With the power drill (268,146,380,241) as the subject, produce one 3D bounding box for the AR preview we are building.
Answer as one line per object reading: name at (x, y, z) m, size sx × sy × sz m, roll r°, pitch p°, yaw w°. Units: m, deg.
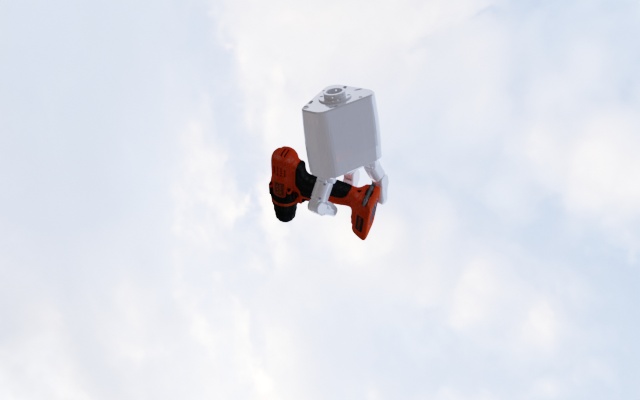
power drill at (0.001, 0.003, 0.813) m, size 0.187 × 0.057 × 0.185 m, roll 19°, pitch -34°, yaw 11°
